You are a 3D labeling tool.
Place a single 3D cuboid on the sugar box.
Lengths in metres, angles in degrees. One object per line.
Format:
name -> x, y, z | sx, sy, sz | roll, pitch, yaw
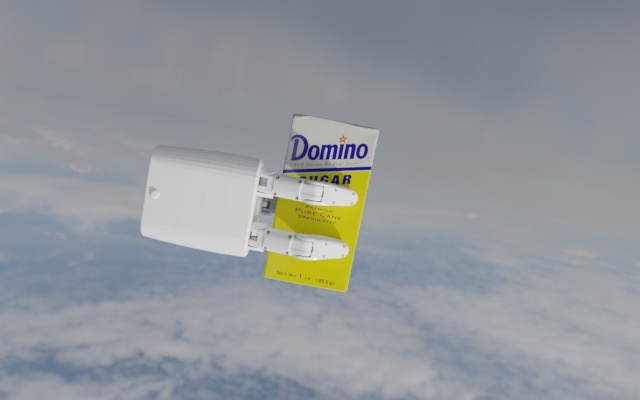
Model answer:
sugar box -> 0.000, 0.002, 0.513 | 0.093, 0.176, 0.048 | 10, 7, -2
